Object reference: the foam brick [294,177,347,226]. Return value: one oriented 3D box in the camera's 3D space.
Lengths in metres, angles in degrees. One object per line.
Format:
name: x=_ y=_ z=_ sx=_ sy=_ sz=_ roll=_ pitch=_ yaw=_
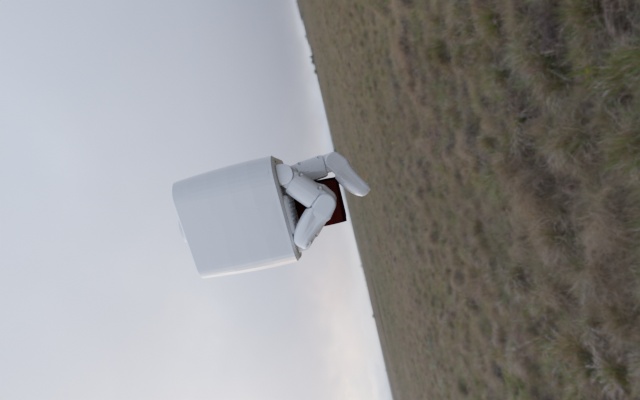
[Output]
foam brick: x=0.000 y=0.002 z=0.553 sx=0.051 sy=0.053 sz=0.078 roll=-13 pitch=1 yaw=3
